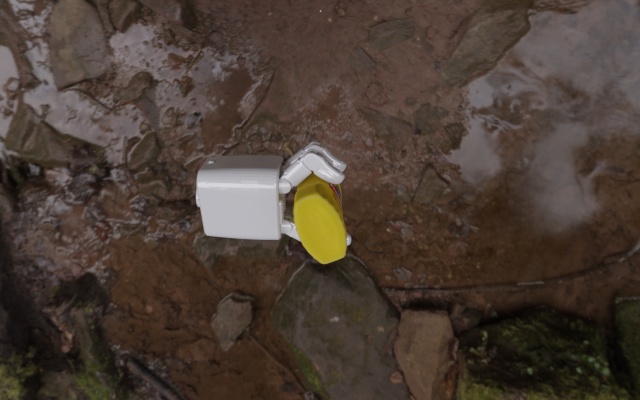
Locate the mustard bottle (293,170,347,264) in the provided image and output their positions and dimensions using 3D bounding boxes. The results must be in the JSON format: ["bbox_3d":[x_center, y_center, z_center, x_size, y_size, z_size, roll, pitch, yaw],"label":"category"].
[{"bbox_3d":[0.000,0.002,0.661,0.058,0.096,0.191,-22,20,8],"label":"mustard bottle"}]
